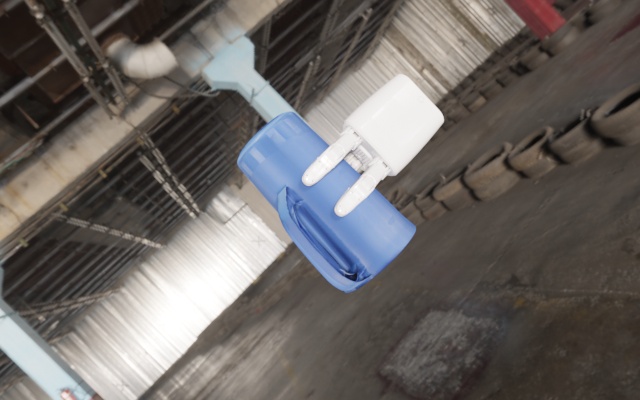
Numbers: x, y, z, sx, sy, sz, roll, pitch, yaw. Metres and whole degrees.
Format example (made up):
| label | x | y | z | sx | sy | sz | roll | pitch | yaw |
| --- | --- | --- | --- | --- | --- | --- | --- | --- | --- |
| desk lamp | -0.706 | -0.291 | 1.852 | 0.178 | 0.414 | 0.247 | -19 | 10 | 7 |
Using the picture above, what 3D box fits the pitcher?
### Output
| label | x | y | z | sx | sy | sz | roll | pitch | yaw |
| --- | --- | --- | --- | --- | --- | --- | --- | --- | --- |
| pitcher | 0.000 | 0.002 | 0.648 | 0.145 | 0.243 | 0.149 | -44 | 1 | -11 |
